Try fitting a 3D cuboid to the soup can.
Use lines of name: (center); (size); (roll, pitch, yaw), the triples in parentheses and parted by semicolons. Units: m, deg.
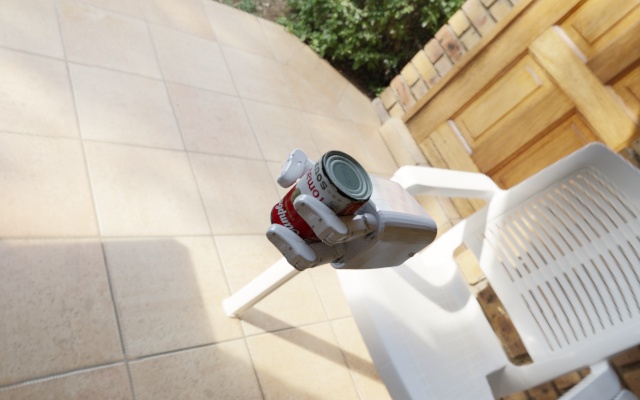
soup can: (0.000, 0.001, 0.520); (0.068, 0.068, 0.102); (0, -34, -45)
